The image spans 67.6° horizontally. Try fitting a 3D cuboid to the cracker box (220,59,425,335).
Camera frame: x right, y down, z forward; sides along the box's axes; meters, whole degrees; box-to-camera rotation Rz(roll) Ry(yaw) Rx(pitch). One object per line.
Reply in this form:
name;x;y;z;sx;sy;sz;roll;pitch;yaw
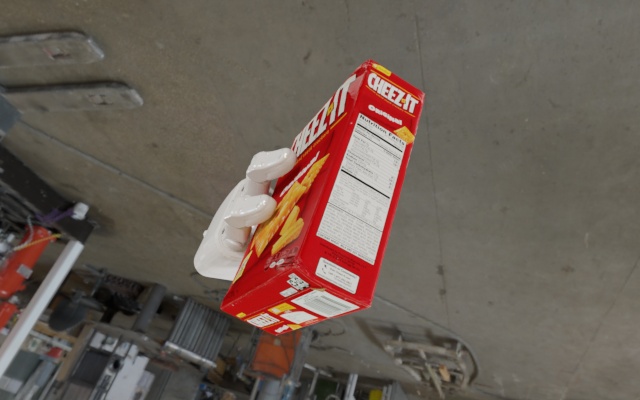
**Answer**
cracker box;0.000;0.002;0.434;0.072;0.213;0.164;29;-32;-16
